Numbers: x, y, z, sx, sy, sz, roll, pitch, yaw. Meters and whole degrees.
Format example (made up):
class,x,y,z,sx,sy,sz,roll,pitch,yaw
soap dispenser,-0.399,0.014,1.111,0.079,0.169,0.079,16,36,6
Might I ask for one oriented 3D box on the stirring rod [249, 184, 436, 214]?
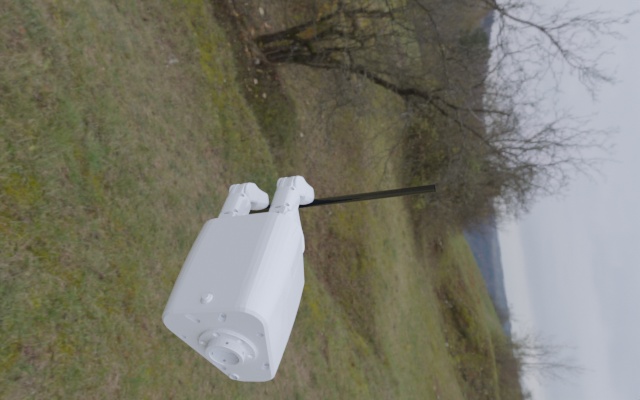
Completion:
class,x,y,z,sx,sy,sz,roll,pitch,yaw
stirring rod,0.000,0.002,0.510,0.239,0.011,0.011,-7,-2,19
